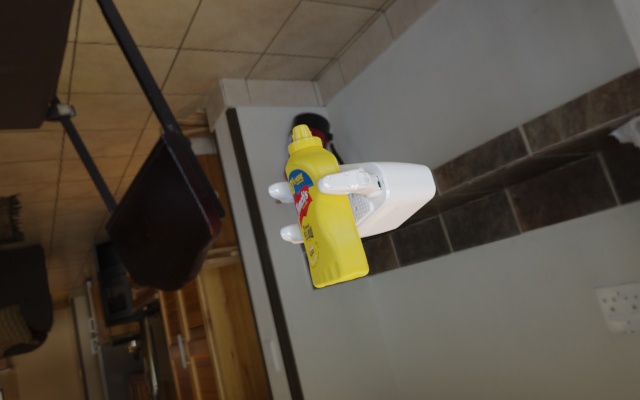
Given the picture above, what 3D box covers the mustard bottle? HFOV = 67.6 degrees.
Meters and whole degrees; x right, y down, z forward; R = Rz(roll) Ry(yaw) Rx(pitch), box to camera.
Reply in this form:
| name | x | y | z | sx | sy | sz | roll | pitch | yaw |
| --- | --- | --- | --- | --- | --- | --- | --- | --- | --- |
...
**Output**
| name | x | y | z | sx | sy | sz | roll | pitch | yaw |
| --- | --- | --- | --- | --- | --- | --- | --- | --- | --- |
| mustard bottle | 0.000 | 0.002 | 0.562 | 0.058 | 0.191 | 0.096 | -11 | -11 | -19 |
